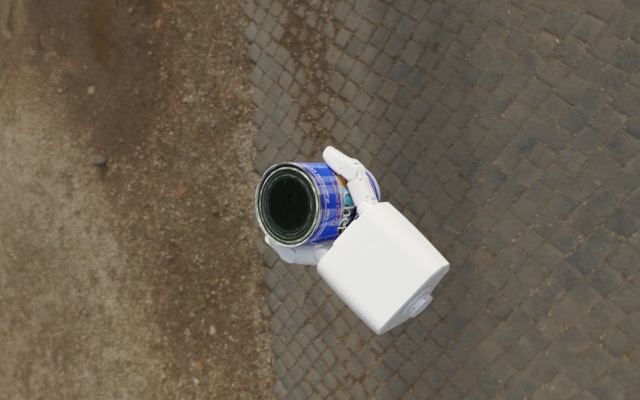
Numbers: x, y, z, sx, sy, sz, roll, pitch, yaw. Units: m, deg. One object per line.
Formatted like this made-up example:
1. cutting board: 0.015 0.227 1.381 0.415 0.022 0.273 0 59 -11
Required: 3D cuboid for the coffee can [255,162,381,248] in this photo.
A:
1. coffee can: 0.000 0.002 0.621 0.103 0.103 0.140 0 3 36
